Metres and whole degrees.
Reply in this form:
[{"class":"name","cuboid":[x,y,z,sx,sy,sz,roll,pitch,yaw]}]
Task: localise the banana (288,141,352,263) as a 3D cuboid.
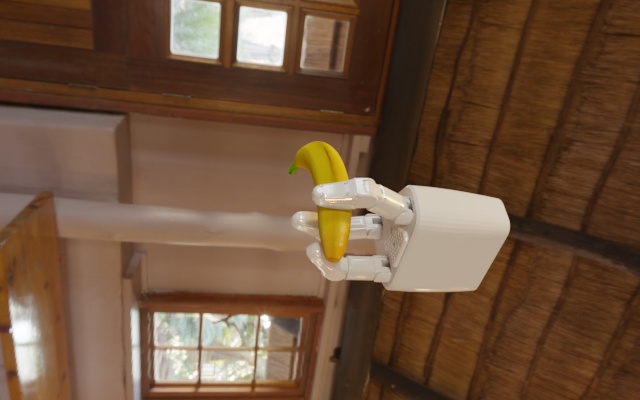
[{"class":"banana","cuboid":[0.004,-0.016,0.511,0.037,0.070,0.197,7,27,-18]}]
